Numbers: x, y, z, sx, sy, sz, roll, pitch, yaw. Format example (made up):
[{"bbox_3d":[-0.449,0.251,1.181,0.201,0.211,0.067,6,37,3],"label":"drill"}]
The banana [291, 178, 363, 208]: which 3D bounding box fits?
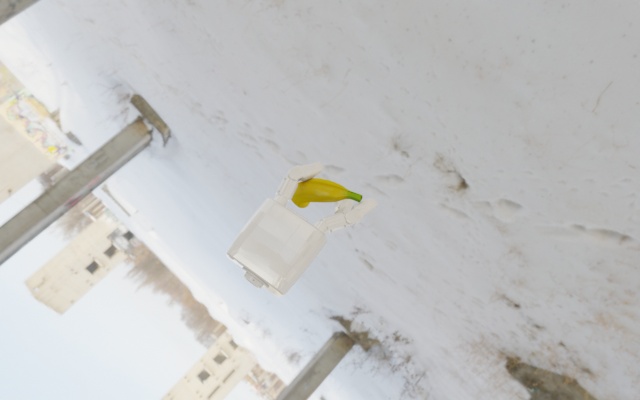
[{"bbox_3d":[-0.012,-0.008,0.781,0.070,0.037,0.198,36,-17,-22],"label":"banana"}]
